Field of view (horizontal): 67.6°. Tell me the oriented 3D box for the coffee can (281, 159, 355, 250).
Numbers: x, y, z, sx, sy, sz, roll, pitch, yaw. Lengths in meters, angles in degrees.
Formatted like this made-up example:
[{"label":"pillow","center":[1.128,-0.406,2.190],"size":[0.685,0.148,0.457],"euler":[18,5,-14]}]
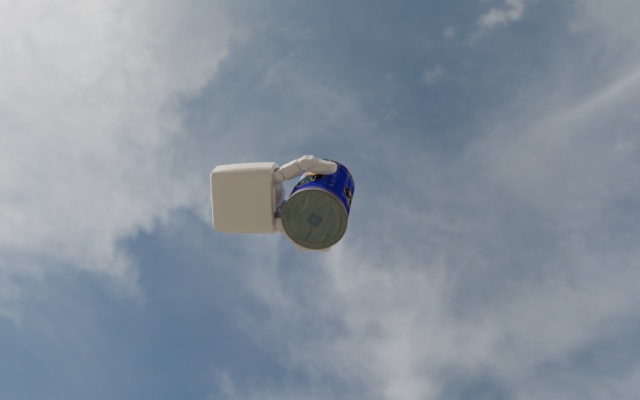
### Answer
[{"label":"coffee can","center":[0.000,0.003,0.788],"size":[0.103,0.103,0.140],"euler":[0,24,9]}]
